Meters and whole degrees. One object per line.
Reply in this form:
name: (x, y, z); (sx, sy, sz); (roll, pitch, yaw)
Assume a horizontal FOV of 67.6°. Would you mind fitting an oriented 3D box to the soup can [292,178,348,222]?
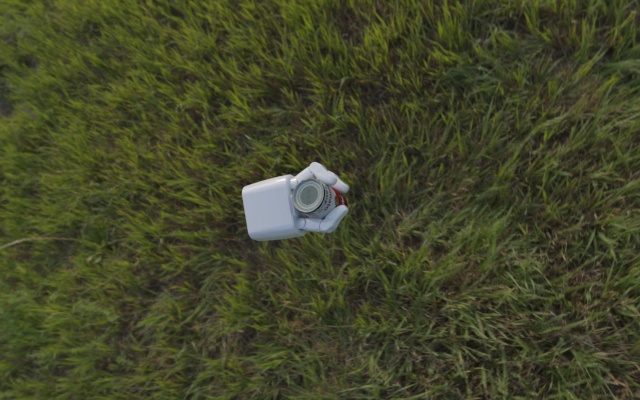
soup can: (0.000, 0.003, 0.888); (0.068, 0.068, 0.102); (0, -15, 28)
